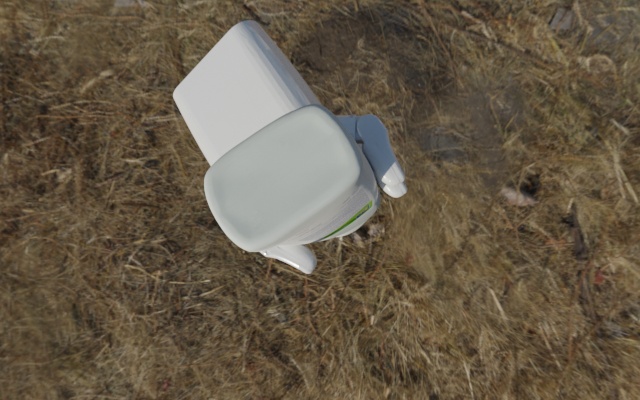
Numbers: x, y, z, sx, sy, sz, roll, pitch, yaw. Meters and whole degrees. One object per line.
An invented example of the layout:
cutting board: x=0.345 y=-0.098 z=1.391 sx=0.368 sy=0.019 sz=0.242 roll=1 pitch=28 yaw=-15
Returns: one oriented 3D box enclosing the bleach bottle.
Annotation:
bleach bottle: x=0.000 y=0.001 z=0.410 sx=0.102 sy=0.068 sz=0.251 roll=-34 pitch=-13 yaw=4
